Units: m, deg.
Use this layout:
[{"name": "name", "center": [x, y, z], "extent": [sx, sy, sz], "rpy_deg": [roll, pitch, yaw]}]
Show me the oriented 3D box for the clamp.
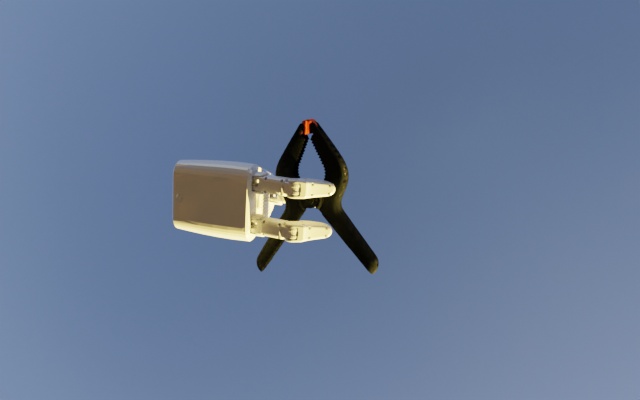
[{"name": "clamp", "center": [0.000, 0.001, 0.620], "extent": [0.164, 0.210, 0.036], "rpy_deg": [6, 13, 9]}]
